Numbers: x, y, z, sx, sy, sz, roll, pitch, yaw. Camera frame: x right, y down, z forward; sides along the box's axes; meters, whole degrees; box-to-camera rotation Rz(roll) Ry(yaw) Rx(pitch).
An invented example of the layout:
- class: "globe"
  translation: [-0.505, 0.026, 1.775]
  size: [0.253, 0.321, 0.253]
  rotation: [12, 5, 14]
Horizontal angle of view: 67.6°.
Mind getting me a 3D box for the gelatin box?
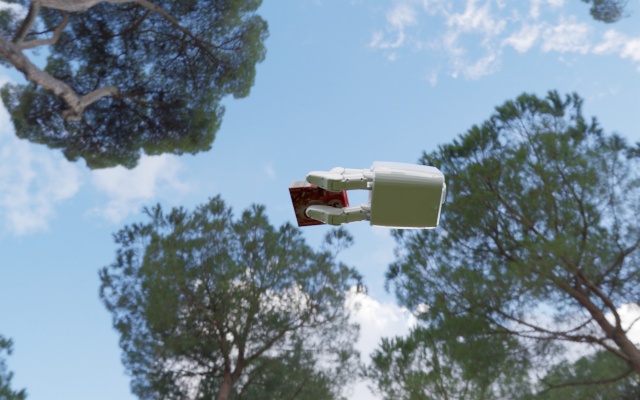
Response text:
- class: "gelatin box"
  translation: [0.000, 0.002, 0.765]
  size: [0.089, 0.073, 0.030]
  rotation: [-5, 27, 16]
